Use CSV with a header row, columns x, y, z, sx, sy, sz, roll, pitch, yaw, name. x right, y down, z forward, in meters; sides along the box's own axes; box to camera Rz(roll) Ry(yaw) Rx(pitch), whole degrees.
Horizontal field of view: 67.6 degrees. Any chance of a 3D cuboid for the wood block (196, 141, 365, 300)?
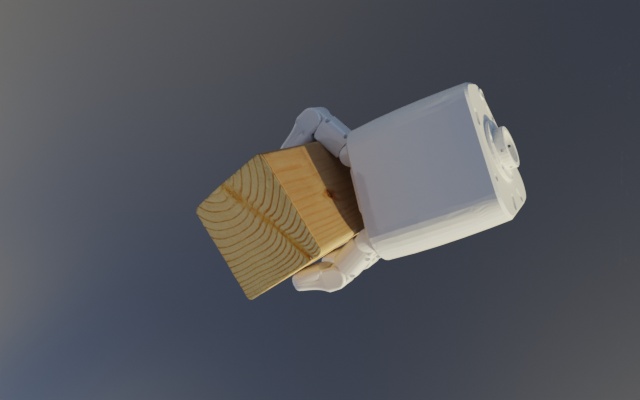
x,y,z,sx,sy,sz,roll,pitch,yaw,name
0.000,0.001,0.453,0.090,0.091,0.206,-36,-8,32,wood block
